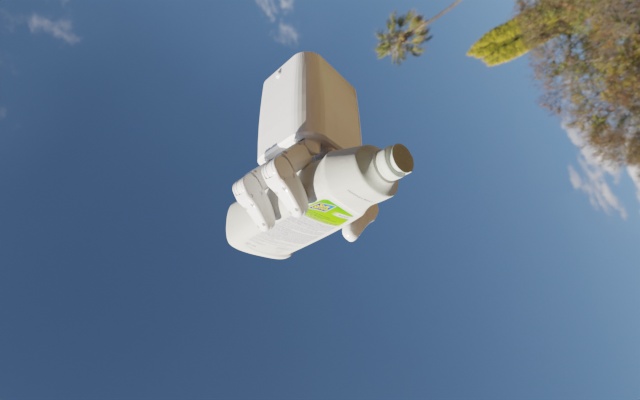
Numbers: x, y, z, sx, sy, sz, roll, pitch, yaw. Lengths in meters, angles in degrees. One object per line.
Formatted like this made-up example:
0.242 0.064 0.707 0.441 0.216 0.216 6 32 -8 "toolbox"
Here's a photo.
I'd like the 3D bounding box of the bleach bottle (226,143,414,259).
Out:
0.000 0.002 0.515 0.102 0.068 0.251 16 -28 -36 "bleach bottle"
